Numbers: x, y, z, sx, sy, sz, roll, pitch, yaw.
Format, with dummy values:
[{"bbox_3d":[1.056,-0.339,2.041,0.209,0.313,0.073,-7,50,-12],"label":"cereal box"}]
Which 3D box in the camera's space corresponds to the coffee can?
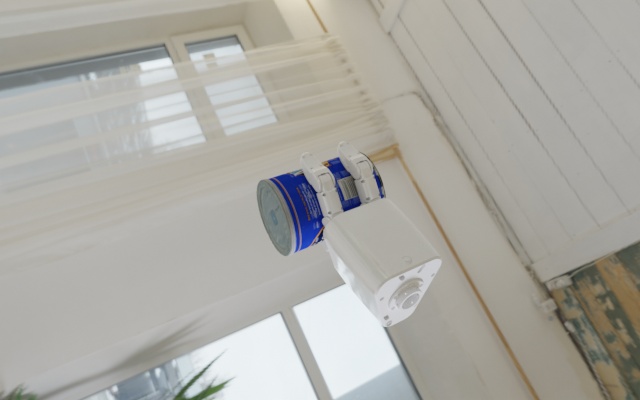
[{"bbox_3d":[0.000,0.002,0.633,0.140,0.103,0.103,-19,8,-23],"label":"coffee can"}]
